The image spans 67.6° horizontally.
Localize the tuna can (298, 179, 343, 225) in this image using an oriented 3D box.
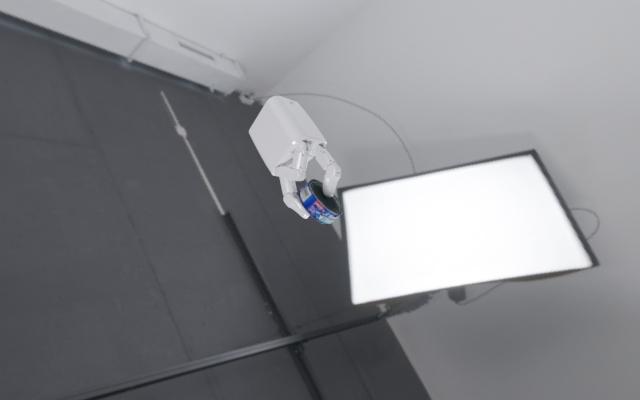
[{"bbox_3d":[0.000,0.003,0.884,0.034,0.086,0.086,-43,-18,20],"label":"tuna can"}]
